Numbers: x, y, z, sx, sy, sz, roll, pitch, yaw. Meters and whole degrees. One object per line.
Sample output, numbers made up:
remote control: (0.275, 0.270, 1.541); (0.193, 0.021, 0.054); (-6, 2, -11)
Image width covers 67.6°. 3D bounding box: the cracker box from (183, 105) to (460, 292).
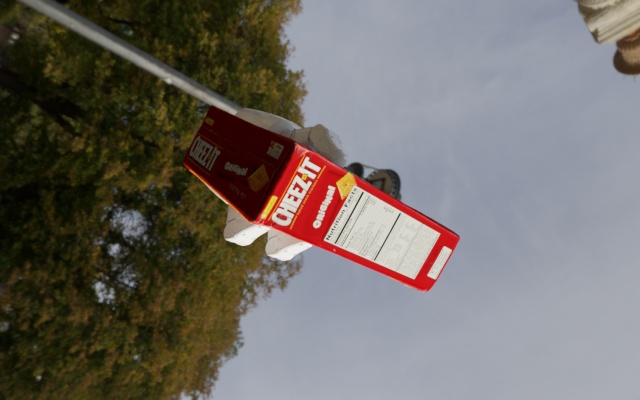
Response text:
cracker box: (0.000, 0.001, 0.447); (0.214, 0.072, 0.164); (26, 2, -38)
